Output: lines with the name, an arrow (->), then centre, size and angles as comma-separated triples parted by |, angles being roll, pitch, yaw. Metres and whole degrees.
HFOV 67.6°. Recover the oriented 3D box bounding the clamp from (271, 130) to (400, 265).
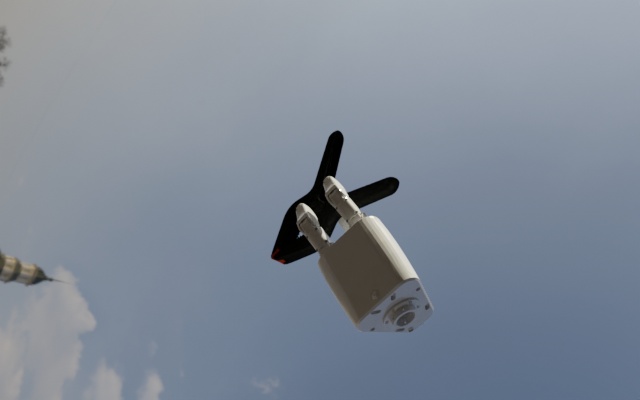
clamp -> 0.000, 0.003, 0.688 | 0.036, 0.210, 0.164 | 33, 17, -40
